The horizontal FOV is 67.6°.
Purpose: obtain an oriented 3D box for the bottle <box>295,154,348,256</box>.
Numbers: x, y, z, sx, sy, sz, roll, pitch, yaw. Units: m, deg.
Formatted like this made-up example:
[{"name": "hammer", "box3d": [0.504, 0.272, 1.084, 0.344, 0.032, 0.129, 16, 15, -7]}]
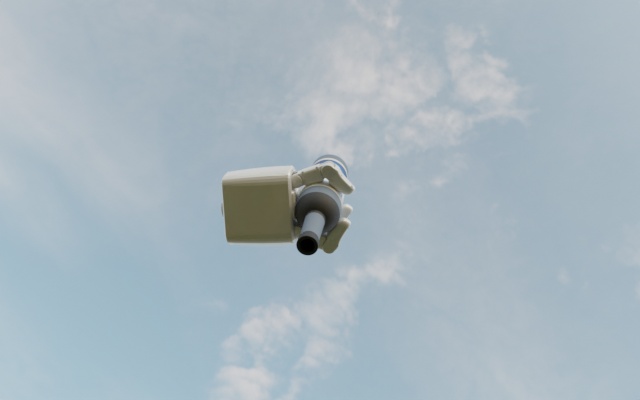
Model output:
[{"name": "bottle", "box3d": [0.000, 0.002, 0.719, 0.069, 0.069, 0.295, 0, 21, 7]}]
